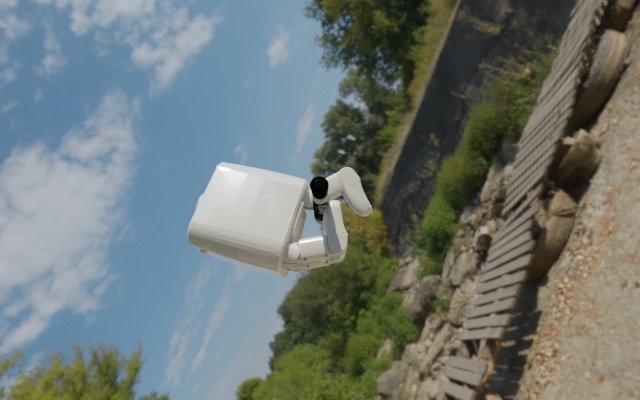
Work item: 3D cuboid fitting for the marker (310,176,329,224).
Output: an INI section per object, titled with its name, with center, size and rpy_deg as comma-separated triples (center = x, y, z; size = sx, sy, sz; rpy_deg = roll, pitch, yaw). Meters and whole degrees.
[marker]
center = 0.000, 0.002, 0.518
size = 0.020, 0.020, 0.121
rpy_deg = 0, -17, 2
